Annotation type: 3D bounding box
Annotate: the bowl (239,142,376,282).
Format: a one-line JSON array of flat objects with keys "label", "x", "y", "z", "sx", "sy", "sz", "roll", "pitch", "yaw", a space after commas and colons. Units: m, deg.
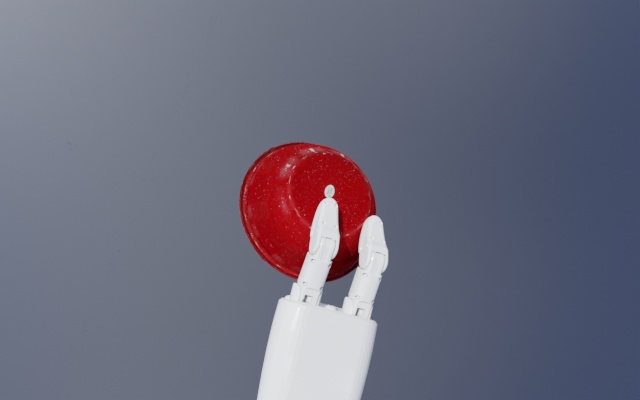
[{"label": "bowl", "x": 0.000, "y": 0.000, "z": 0.502, "sx": 0.162, "sy": 0.162, "sz": 0.055, "roll": 0, "pitch": -19, "yaw": -26}]
